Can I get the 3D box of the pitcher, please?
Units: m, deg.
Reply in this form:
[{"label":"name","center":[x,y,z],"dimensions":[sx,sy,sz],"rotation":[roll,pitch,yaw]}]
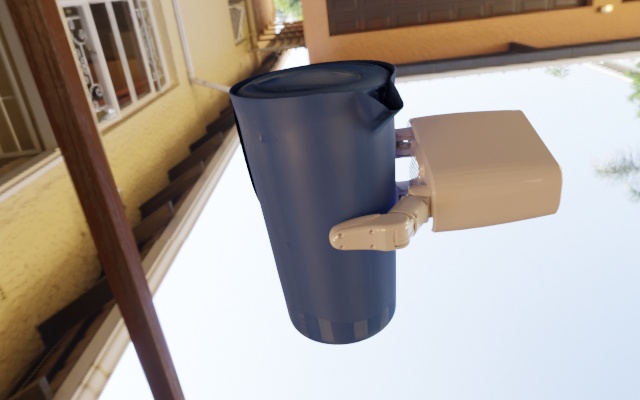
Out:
[{"label":"pitcher","center":[0.000,0.001,0.435],"dimensions":[0.145,0.243,0.149],"rotation":[-7,25,1]}]
